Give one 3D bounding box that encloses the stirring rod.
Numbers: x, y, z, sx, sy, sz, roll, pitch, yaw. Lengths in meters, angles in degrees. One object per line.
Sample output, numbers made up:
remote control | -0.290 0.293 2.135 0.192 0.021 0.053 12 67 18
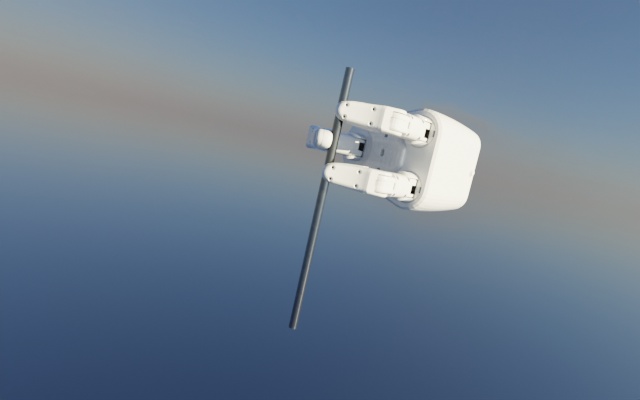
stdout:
stirring rod | 0.000 0.002 0.430 0.011 0.239 0.011 12 7 -1
